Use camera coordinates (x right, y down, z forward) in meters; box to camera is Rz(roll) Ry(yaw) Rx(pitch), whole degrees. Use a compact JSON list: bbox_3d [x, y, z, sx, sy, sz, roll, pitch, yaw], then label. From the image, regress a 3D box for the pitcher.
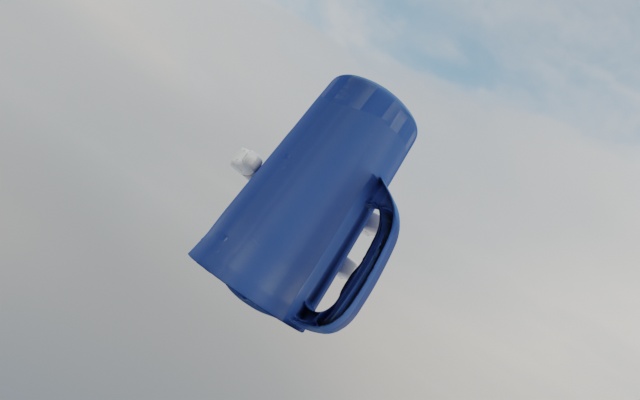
[{"bbox_3d":[0.000,0.002,0.474,0.149,0.243,0.145,36,-11,-8],"label":"pitcher"}]
